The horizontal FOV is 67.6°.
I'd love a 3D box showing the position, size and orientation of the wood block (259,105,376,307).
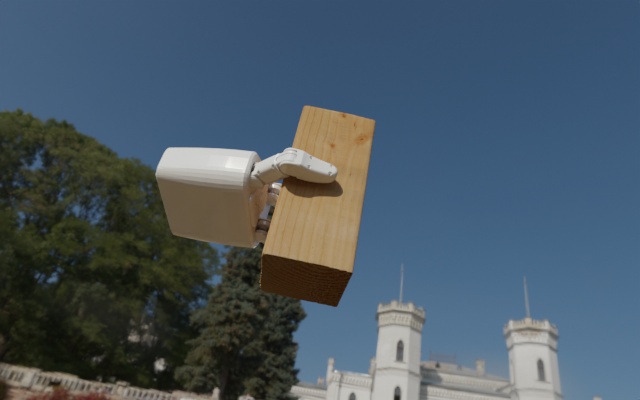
[{"bbox_3d":[0.000,0.001,0.545,0.090,0.206,0.091,12,-35,-1],"label":"wood block"}]
